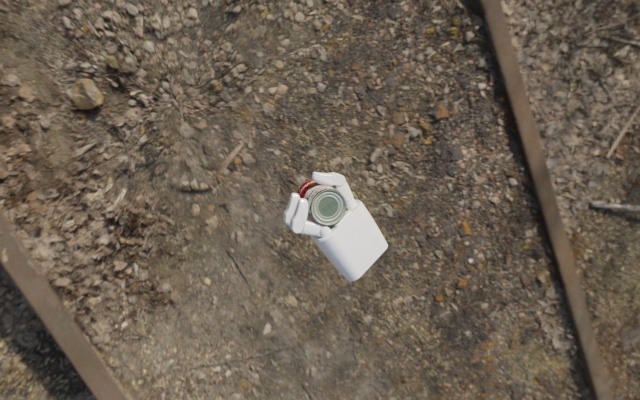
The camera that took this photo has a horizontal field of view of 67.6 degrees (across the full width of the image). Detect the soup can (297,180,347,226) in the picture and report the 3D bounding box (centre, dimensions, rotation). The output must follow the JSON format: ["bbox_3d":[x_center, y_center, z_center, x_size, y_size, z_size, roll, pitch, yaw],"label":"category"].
[{"bbox_3d":[0.000,0.002,0.869,0.068,0.068,0.102,0,11,-17],"label":"soup can"}]
